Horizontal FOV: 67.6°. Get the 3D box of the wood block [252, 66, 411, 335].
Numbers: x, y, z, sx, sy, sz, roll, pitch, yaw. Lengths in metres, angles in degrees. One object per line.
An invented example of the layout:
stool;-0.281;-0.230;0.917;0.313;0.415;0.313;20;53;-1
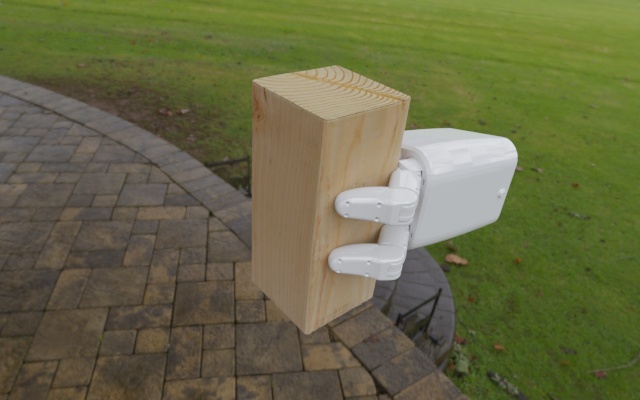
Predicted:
wood block;0.000;0.001;0.418;0.090;0.206;0.090;-21;41;-35
